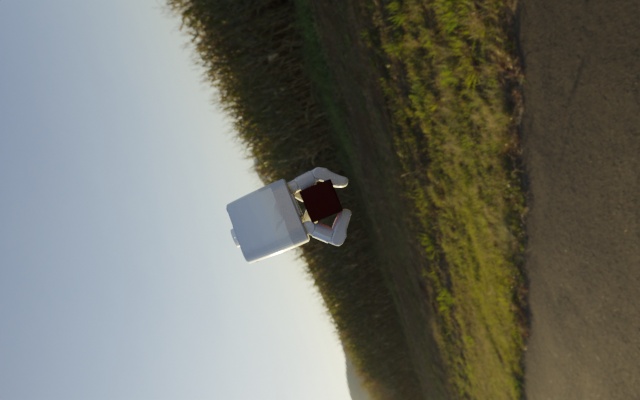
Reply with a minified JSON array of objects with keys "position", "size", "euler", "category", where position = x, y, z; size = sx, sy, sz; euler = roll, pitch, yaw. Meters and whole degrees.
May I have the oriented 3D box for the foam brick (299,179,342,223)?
[{"position":[0.000,0.002,0.749],"size":[0.051,0.053,0.078],"euler":[-22,-2,-2],"category":"foam brick"}]
